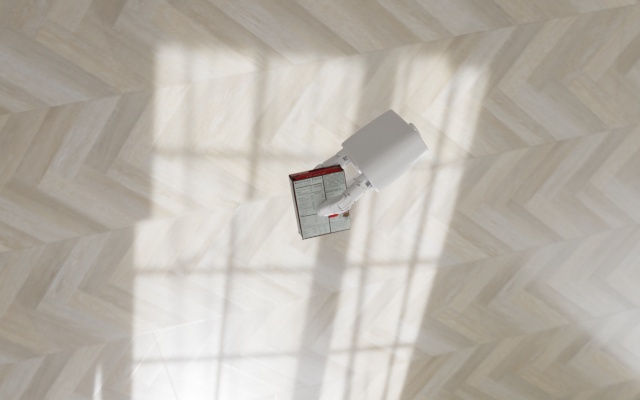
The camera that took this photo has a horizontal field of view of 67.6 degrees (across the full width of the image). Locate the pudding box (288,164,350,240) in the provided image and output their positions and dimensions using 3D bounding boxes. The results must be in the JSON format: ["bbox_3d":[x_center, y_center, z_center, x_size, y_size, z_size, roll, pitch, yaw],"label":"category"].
[{"bbox_3d":[0.000,0.003,0.799,0.090,0.113,0.039,-12,22,-8],"label":"pudding box"}]
